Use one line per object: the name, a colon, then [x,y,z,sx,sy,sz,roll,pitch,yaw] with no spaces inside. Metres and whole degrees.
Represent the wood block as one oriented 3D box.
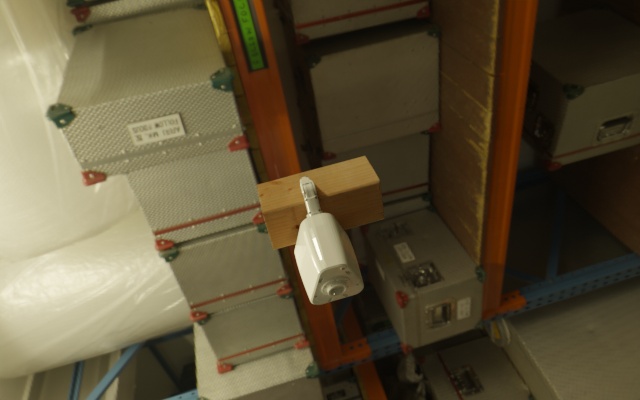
wood block: [0.000,0.003,0.858,0.206,0.091,0.090,-15,37,-5]
